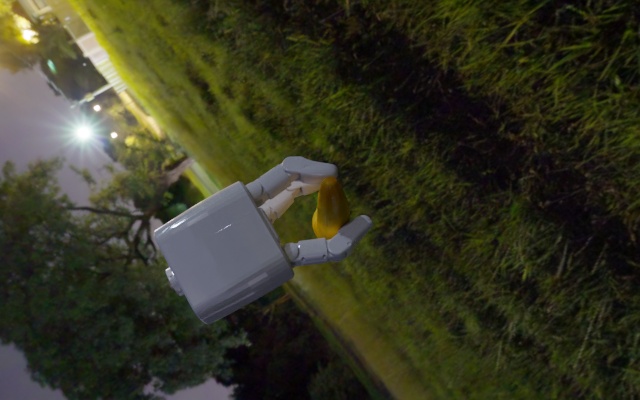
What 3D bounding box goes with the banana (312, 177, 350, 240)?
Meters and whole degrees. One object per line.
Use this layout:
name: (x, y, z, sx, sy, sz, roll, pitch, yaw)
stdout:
banana: (0.008, 0.019, 0.565, 0.037, 0.069, 0.198, -25, -2, -8)
